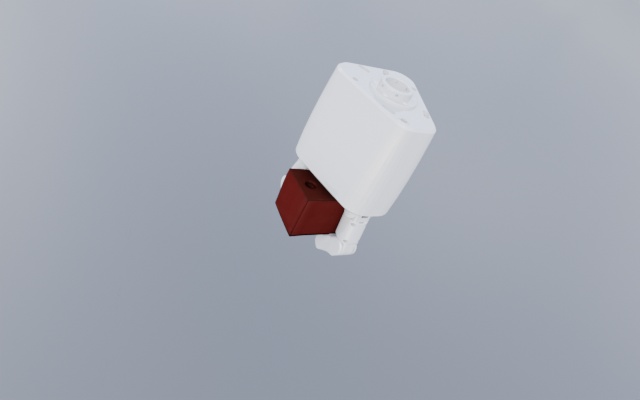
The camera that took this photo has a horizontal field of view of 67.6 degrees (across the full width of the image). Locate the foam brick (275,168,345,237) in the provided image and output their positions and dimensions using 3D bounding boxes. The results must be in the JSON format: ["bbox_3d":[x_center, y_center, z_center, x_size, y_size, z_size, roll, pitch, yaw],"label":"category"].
[{"bbox_3d":[0.000,0.002,0.509,0.078,0.051,0.053,0,43,-32],"label":"foam brick"}]
